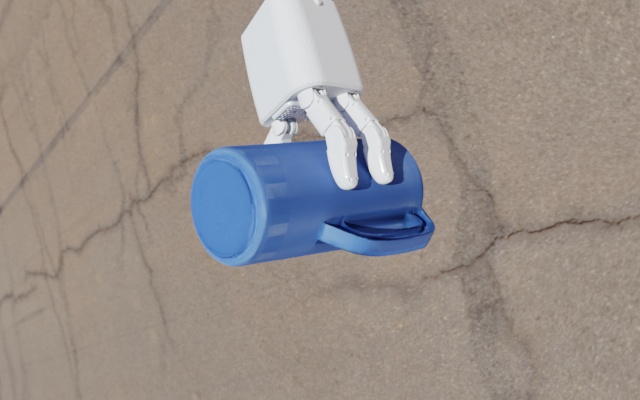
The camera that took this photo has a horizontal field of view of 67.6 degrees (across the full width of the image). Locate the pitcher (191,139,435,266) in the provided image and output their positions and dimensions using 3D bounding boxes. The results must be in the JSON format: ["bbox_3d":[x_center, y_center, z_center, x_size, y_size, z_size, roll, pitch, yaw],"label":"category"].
[{"bbox_3d":[0.000,0.001,0.501,0.149,0.145,0.243,-19,-8,42],"label":"pitcher"}]
